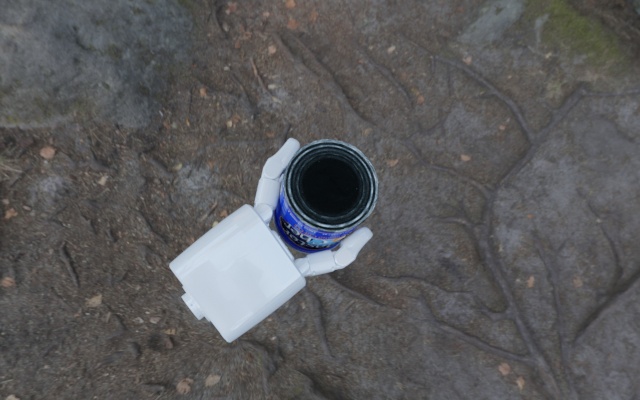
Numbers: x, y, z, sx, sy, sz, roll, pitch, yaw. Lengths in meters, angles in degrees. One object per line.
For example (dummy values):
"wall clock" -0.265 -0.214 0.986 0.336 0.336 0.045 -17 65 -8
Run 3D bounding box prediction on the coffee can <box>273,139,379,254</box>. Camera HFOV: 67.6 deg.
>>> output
"coffee can" 0.000 0.002 0.563 0.103 0.102 0.140 0 -16 -10
